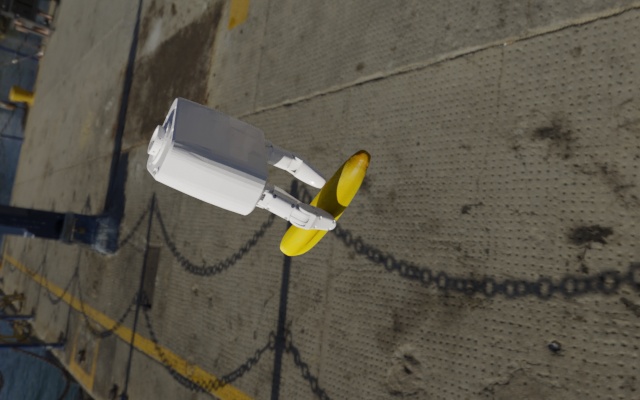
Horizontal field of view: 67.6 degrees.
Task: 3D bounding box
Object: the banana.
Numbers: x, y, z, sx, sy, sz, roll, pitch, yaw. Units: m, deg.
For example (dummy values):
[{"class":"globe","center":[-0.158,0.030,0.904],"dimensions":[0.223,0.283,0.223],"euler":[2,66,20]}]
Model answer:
[{"class":"banana","center":[-0.004,0.016,0.598],"dimensions":[0.037,0.069,0.198],"euler":[29,-50,-16]}]
